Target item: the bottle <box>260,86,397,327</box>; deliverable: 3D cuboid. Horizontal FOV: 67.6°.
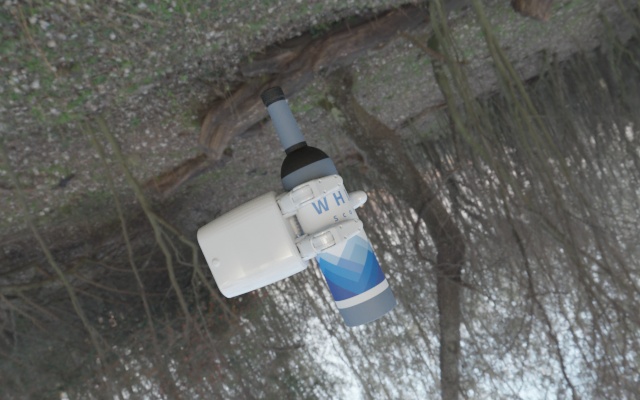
[{"bbox_3d":[0.000,0.002,0.573,0.069,0.295,0.069,-24,-2,-1],"label":"bottle"}]
